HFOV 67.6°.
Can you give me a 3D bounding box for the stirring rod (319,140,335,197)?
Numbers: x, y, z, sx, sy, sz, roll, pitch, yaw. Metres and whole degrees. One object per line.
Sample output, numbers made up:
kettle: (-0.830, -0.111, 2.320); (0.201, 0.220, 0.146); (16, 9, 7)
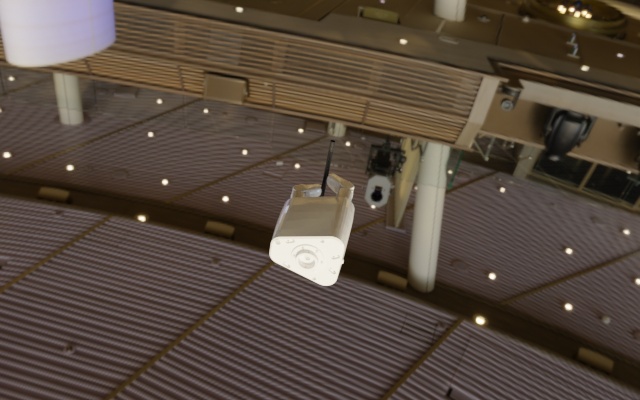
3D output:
stirring rod: (0.000, 0.003, 0.839); (0.011, 0.240, 0.011); (8, 33, -5)
